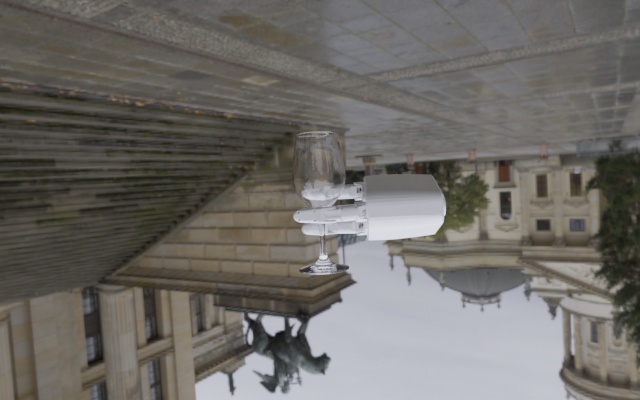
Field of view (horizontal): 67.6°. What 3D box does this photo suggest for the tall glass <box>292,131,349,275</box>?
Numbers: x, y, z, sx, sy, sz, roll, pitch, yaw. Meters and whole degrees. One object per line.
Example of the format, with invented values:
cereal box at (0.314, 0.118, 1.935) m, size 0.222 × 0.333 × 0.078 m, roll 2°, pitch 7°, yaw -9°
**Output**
tall glass at (0.000, 0.003, 0.700) m, size 0.079 × 0.201 × 0.079 m, roll -4°, pitch 3°, yaw 0°
